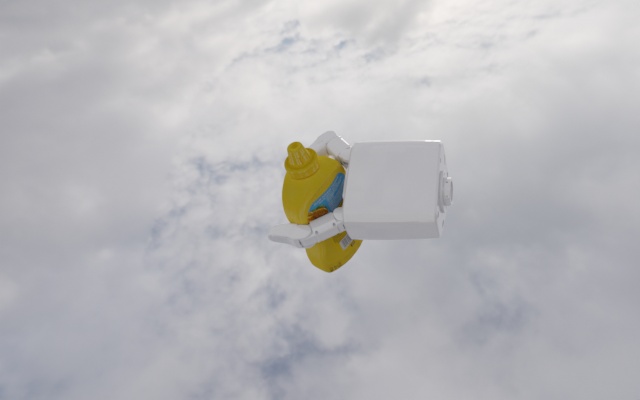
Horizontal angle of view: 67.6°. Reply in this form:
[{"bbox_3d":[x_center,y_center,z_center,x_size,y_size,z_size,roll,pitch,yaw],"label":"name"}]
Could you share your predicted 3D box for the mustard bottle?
[{"bbox_3d":[0.000,0.002,0.598,0.058,0.096,0.192,23,-29,37],"label":"mustard bottle"}]
